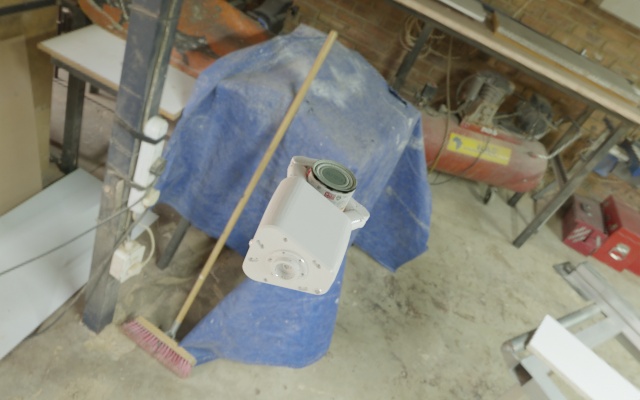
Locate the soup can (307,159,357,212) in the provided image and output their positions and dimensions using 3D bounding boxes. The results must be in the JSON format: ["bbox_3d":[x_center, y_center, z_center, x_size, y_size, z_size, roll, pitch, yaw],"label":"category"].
[{"bbox_3d":[0.000,0.002,0.661,0.068,0.102,0.068,18,36,-14],"label":"soup can"}]
